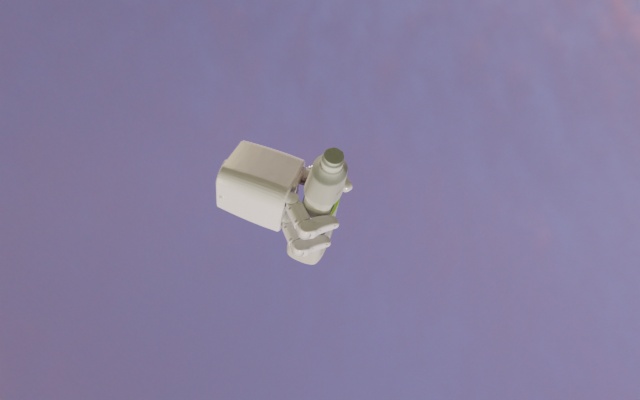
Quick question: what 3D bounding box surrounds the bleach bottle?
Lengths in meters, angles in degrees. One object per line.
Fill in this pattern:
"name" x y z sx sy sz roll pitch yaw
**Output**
"bleach bottle" 0.000 0.003 0.739 0.068 0.102 0.251 21 -35 3
